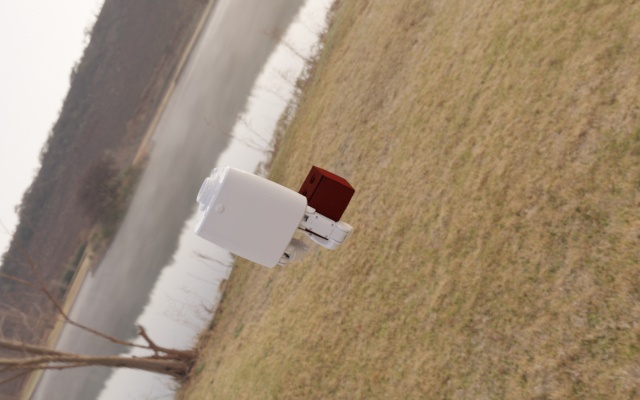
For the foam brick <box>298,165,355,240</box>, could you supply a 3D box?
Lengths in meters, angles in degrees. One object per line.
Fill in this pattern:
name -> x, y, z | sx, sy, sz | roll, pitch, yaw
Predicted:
foam brick -> 0.000, 0.002, 0.624 | 0.051, 0.078, 0.053 | 25, 10, -20
